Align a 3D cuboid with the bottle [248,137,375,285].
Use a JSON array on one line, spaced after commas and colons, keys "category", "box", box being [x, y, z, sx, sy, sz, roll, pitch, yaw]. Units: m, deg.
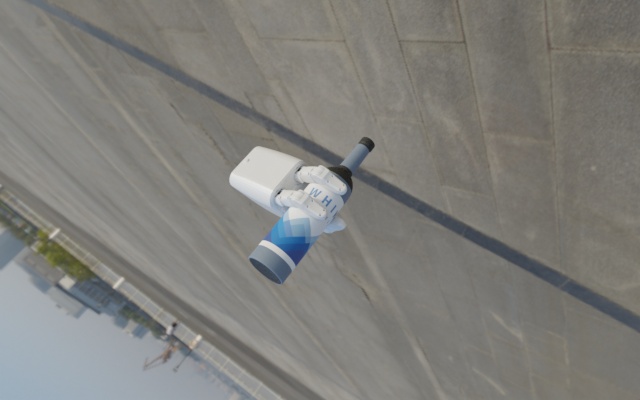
[{"category": "bottle", "box": [0.000, 0.003, 0.788, 0.069, 0.295, 0.069, 32, -24, 16]}]
